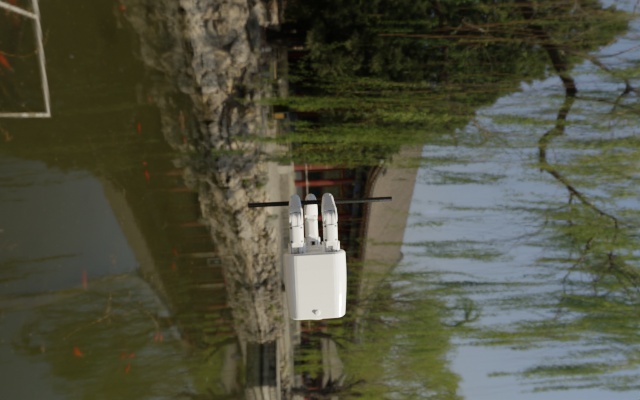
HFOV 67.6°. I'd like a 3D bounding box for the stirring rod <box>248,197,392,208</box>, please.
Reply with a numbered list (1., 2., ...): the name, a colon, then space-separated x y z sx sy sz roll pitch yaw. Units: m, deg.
1. stirring rod: 0.000 0.003 0.800 0.239 0.011 0.011 -3 0 -4
